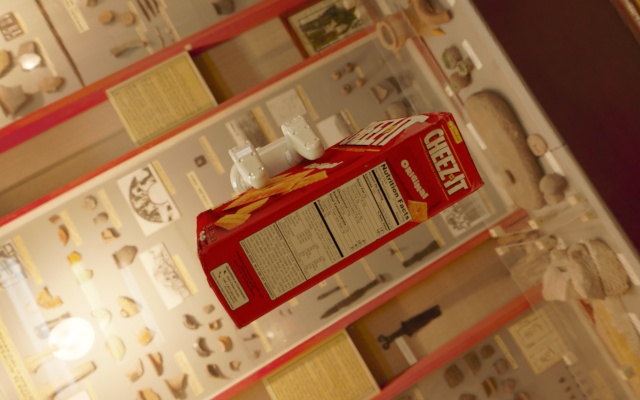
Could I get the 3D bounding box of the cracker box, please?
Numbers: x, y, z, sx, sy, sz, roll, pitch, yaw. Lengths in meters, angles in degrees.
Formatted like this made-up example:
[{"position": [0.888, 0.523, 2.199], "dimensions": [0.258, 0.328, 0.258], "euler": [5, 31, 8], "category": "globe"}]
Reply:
[{"position": [0.000, 0.002, 0.415], "dimensions": [0.213, 0.072, 0.164], "euler": [-30, 13, -9], "category": "cracker box"}]
